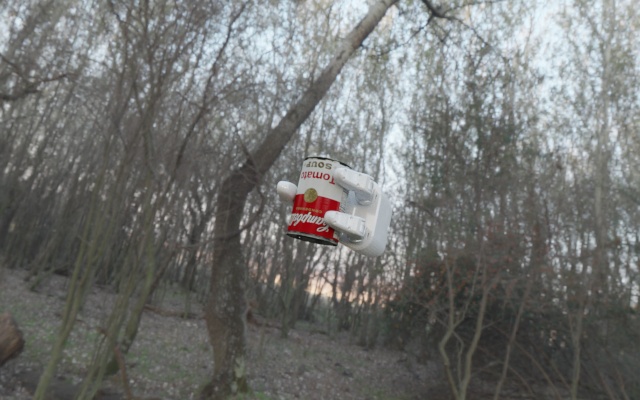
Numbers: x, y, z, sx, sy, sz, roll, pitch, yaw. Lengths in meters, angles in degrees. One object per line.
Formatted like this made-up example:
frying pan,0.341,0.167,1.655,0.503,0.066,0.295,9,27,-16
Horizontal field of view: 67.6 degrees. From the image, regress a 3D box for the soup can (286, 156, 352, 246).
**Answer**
soup can,0.000,0.002,0.615,0.068,0.102,0.068,12,-11,2
